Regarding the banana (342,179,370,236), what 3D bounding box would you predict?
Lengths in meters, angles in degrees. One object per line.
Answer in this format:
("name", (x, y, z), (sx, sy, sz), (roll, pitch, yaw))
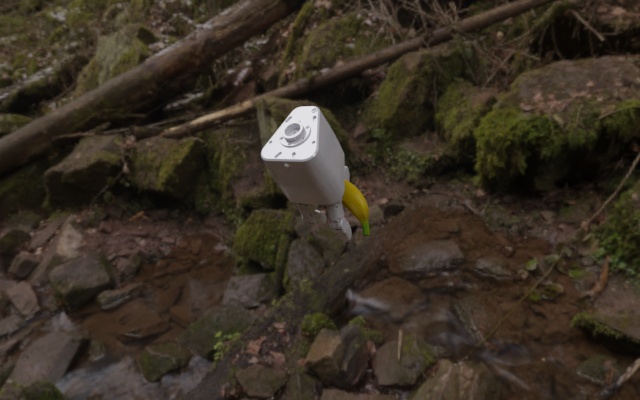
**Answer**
("banana", (0.010, -0.013, 0.809), (0.197, 0.069, 0.037), (29, 8, 32))
